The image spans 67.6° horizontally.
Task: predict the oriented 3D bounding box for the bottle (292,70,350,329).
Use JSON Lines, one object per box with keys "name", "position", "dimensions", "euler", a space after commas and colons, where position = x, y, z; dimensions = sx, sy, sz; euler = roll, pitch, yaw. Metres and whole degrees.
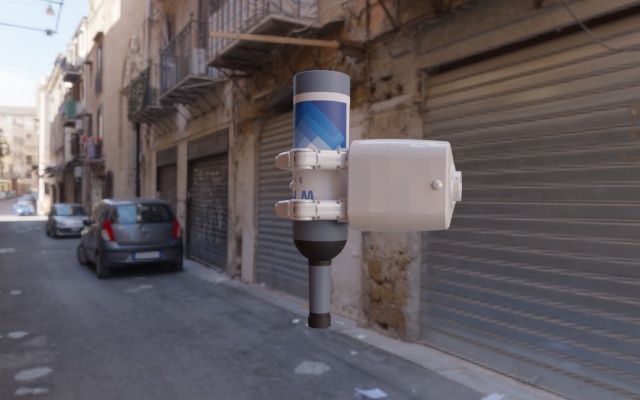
{"name": "bottle", "position": [0.000, 0.002, 0.566], "dimensions": [0.069, 0.295, 0.069], "euler": [1, 1, 0]}
